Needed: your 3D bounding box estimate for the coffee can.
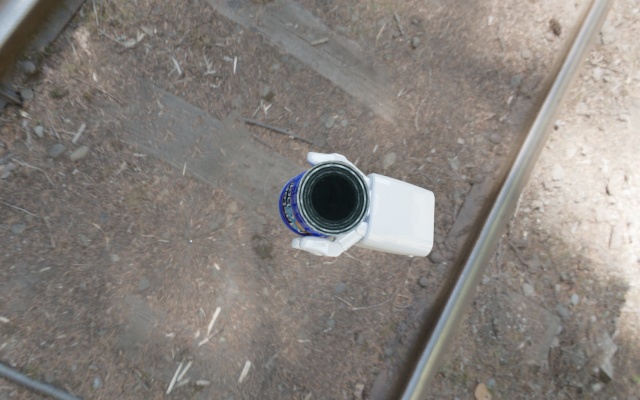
[{"bbox_3d":[0.000,0.002,0.700,0.103,0.103,0.140,0,-5,-15],"label":"coffee can"}]
